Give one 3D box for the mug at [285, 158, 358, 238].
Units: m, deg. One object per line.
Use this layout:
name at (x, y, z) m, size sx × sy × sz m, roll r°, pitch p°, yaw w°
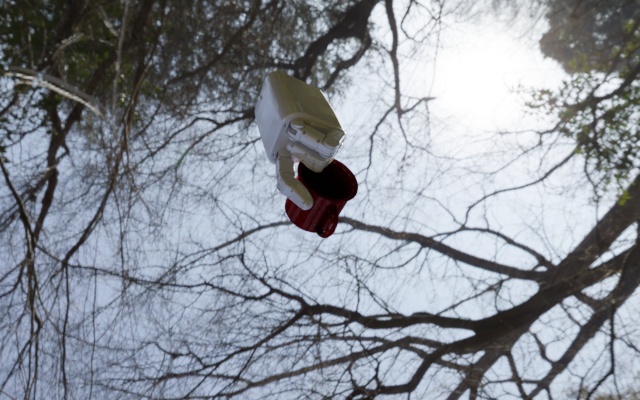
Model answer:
mug at (0.000, 0.003, 0.691) m, size 0.093 × 0.117 × 0.081 m, roll 2°, pitch -42°, yaw -27°
